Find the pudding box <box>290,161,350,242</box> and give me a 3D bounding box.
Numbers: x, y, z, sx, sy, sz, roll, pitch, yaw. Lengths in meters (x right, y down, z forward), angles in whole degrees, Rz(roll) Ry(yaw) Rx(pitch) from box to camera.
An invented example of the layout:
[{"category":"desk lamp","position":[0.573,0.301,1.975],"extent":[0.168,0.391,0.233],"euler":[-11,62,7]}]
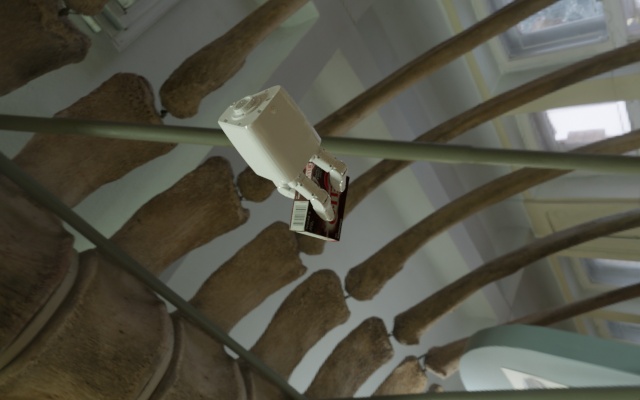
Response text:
[{"category":"pudding box","position":[0.000,0.002,0.763],"extent":[0.039,0.113,0.090],"euler":[3,-11,42]}]
